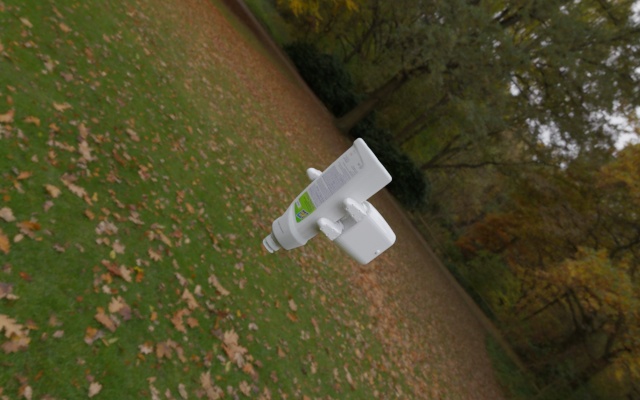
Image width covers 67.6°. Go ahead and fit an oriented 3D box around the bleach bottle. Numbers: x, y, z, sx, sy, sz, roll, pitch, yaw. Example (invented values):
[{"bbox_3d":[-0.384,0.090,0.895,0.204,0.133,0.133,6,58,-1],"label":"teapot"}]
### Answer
[{"bbox_3d":[0.000,0.003,0.851,0.068,0.251,0.102,46,11,-37],"label":"bleach bottle"}]
